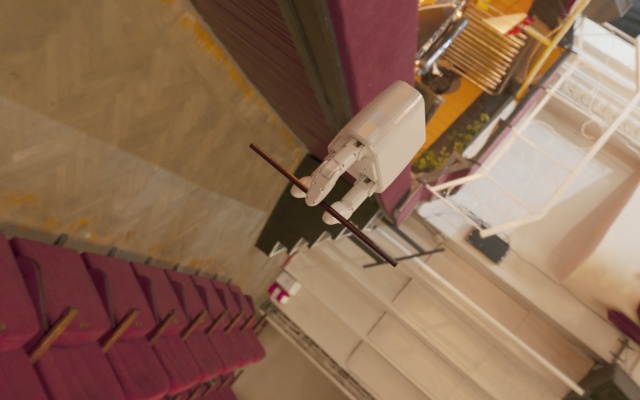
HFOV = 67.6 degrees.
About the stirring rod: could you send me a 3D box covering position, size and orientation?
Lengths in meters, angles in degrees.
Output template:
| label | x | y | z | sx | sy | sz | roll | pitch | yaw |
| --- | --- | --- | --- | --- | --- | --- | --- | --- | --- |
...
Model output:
| label | x | y | z | sx | sy | sz | roll | pitch | yaw |
| --- | --- | --- | --- | --- | --- | --- | --- | --- | --- |
| stirring rod | 0.000 | 0.002 | 0.592 | 0.239 | 0.011 | 0.011 | 40 | 11 | 14 |
